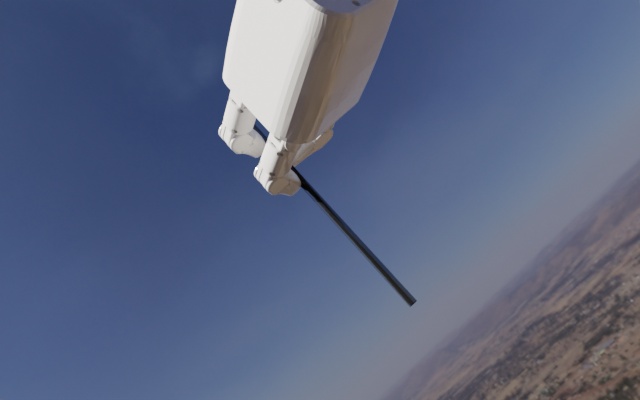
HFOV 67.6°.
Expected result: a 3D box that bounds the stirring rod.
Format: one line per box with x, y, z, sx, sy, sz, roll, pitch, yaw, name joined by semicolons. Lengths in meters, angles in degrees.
0.000;0.001;0.432;0.239;0.011;0.011;48;21;21;stirring rod
